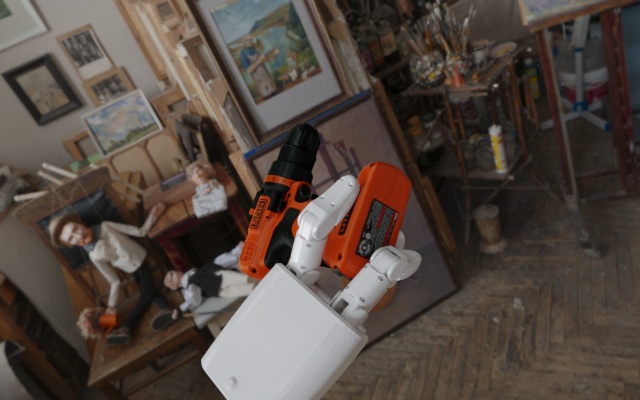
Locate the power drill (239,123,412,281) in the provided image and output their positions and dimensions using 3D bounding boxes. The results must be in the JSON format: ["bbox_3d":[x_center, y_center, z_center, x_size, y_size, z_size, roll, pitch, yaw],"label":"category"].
[{"bbox_3d":[0.000,0.002,0.481,0.057,0.184,0.187,24,-12,-35],"label":"power drill"}]
